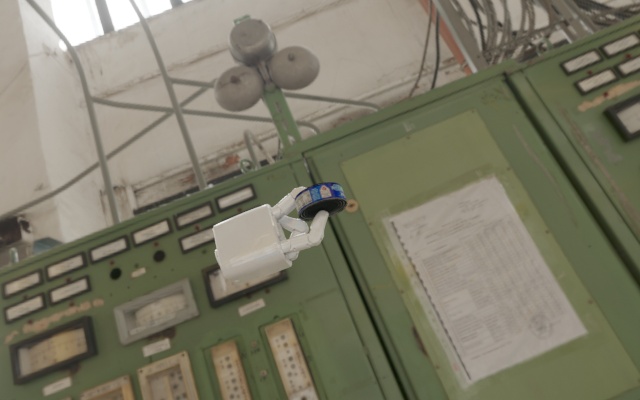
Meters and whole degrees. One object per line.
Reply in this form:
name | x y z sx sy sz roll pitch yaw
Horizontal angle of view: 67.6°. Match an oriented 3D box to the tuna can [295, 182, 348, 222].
tuna can | 0.000 0.002 0.809 0.086 0.033 0.086 -15 -22 -6
